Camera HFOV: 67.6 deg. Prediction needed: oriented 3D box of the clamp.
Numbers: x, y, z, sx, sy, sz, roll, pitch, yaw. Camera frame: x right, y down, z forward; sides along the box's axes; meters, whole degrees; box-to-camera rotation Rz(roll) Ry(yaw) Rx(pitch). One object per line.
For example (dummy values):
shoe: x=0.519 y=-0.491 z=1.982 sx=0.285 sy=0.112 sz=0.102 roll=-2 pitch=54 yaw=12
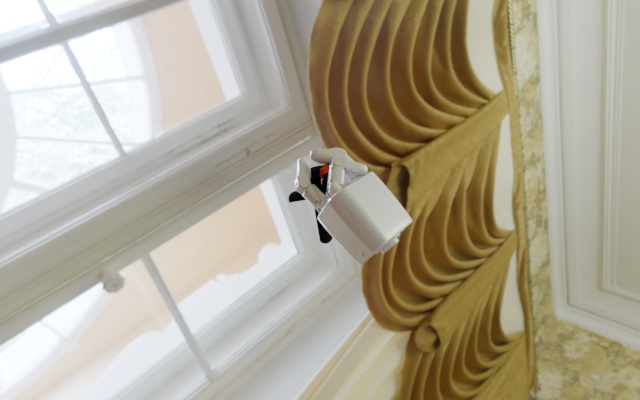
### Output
clamp: x=0.001 y=0.002 z=0.839 sx=0.039 sy=0.120 sz=0.171 roll=-35 pitch=-11 yaw=-28
